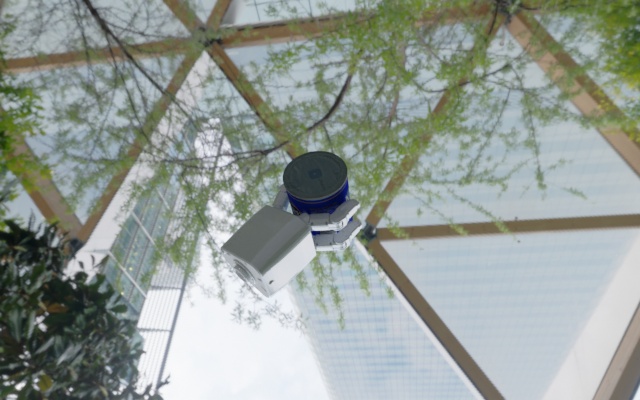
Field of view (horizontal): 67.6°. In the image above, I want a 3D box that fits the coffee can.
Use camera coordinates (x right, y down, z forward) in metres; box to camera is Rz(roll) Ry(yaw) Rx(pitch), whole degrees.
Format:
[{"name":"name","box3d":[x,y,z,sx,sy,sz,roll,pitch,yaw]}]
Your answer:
[{"name":"coffee can","box3d":[0.000,0.002,0.797,0.103,0.102,0.140,0,-41,10]}]
